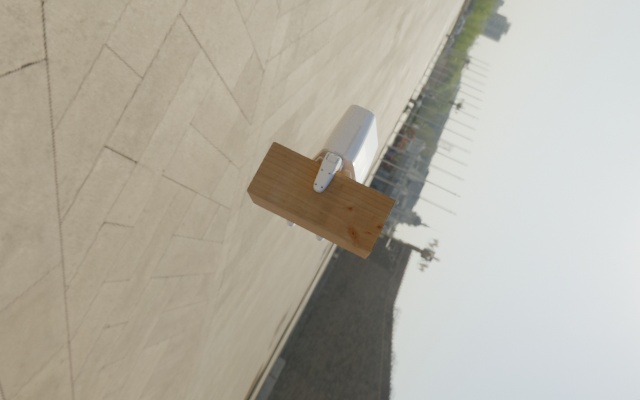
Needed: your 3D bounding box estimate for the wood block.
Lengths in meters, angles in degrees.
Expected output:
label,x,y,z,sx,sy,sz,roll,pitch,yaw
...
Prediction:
label,x,y,z,sx,sy,sz,roll,pitch,yaw
wood block,0.000,0.002,0.748,0.206,0.090,0.091,26,-13,5
